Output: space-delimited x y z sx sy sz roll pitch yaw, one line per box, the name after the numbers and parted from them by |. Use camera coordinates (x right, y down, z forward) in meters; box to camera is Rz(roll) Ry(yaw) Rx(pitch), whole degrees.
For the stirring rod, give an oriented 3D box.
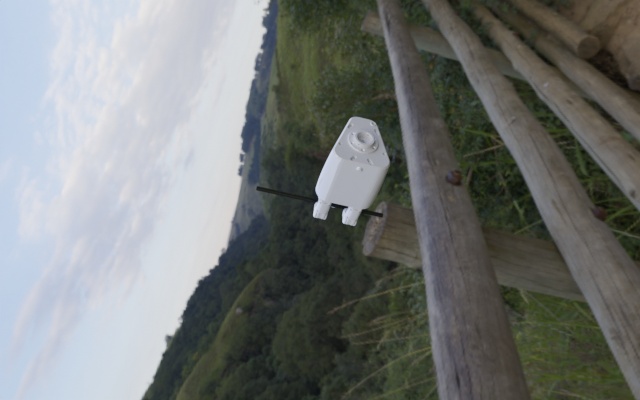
0.000 0.003 0.884 0.239 0.011 0.011 12 -2 -7 | stirring rod
